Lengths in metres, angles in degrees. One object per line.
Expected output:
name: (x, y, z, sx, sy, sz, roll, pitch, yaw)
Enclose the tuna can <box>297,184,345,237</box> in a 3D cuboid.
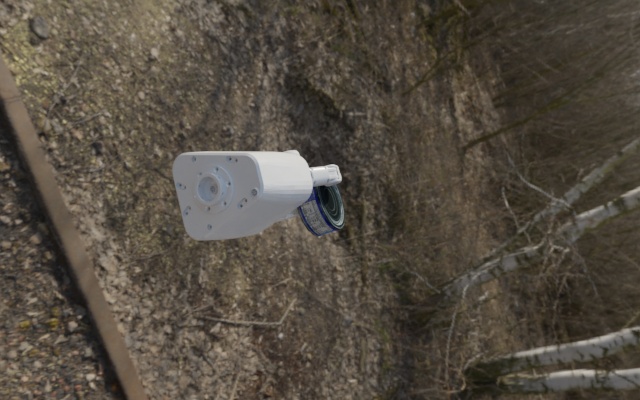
tuna can: (0.001, 0.002, 0.630, 0.034, 0.086, 0.086, -19, -7, 21)
